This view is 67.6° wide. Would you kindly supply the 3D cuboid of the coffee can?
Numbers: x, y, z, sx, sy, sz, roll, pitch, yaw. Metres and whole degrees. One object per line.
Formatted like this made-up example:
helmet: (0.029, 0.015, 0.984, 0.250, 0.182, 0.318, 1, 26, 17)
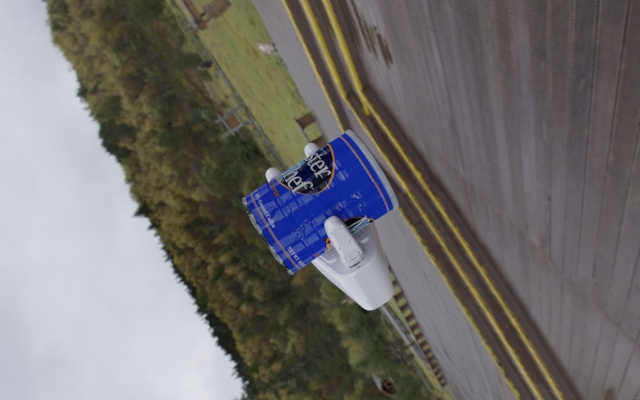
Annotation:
coffee can: (0.000, 0.002, 0.531, 0.140, 0.103, 0.103, -33, 0, -1)
